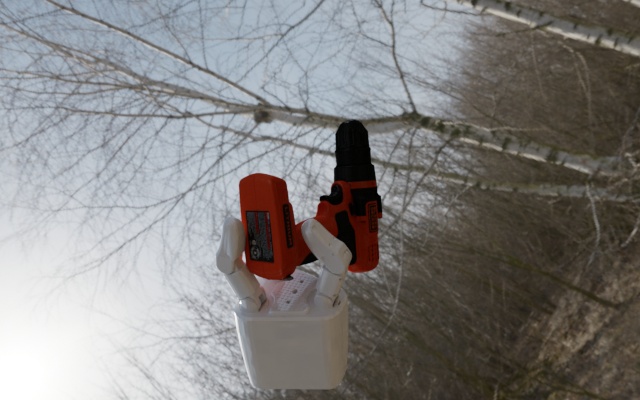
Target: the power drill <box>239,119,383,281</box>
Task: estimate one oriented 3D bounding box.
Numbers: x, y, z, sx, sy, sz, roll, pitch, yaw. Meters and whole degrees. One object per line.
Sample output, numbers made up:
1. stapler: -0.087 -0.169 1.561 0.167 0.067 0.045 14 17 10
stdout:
1. power drill: 0.000 0.002 0.525 0.057 0.184 0.187 -3 4 42
